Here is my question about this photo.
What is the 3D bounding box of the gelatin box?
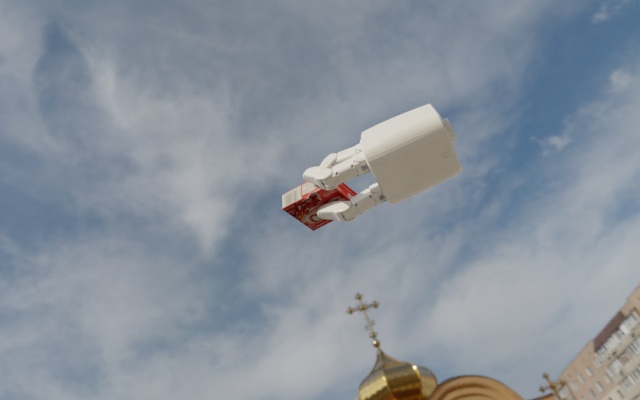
[{"bbox_3d":[0.000,0.002,0.695,0.089,0.030,0.073,-27,-44,27],"label":"gelatin box"}]
